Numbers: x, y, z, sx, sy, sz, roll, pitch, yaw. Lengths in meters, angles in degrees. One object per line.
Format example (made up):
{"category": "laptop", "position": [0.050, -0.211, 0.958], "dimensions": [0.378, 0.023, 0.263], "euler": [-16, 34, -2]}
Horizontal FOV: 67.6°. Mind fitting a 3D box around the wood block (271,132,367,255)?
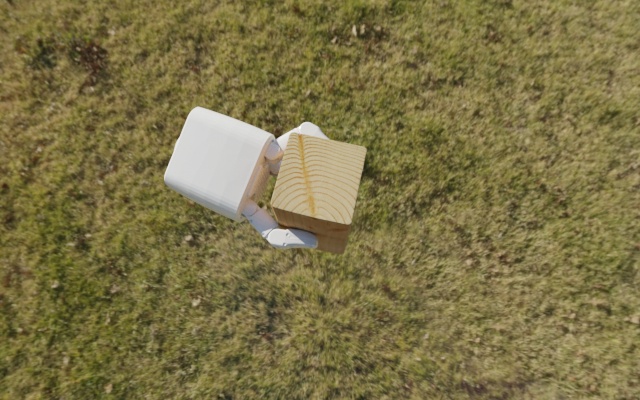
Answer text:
{"category": "wood block", "position": [0.000, 0.002, 0.610], "dimensions": [0.090, 0.090, 0.206], "euler": [13, -14, 4]}
